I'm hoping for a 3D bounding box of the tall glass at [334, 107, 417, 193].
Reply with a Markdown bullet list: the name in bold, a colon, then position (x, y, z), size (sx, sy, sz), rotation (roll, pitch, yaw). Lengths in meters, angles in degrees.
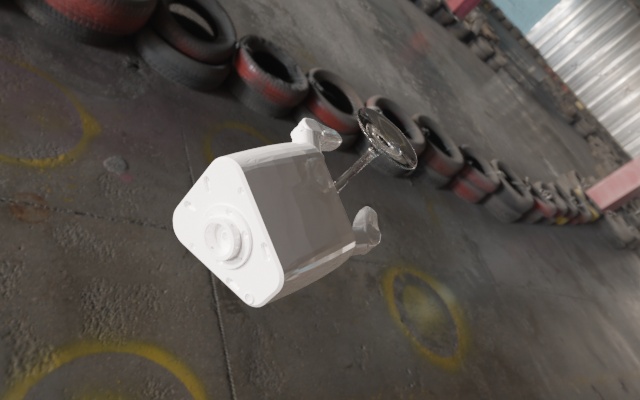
- **tall glass**: position (0.001, 0.001, 0.487), size (0.079, 0.079, 0.201), rotation (0, -37, -50)
